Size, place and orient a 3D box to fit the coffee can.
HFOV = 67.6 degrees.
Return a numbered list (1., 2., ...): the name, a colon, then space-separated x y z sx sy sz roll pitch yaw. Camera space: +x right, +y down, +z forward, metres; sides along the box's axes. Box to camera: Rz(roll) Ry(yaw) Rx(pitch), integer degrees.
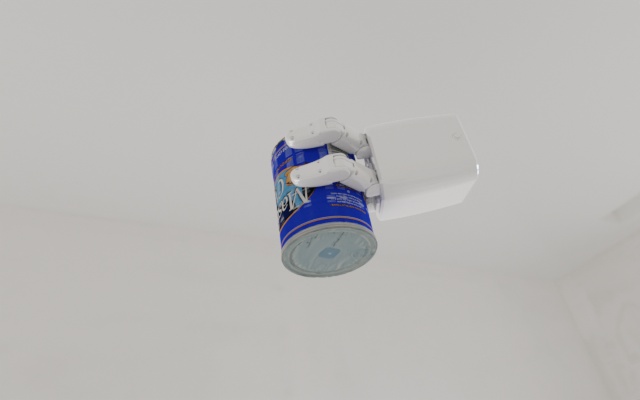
1. coffee can: 0.000 0.002 0.543 0.103 0.140 0.103 -7 -36 -5
